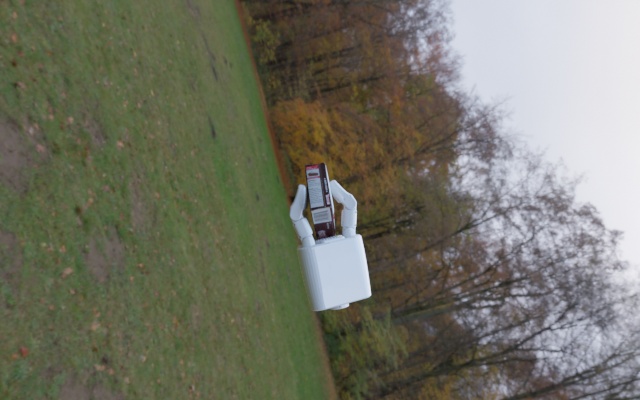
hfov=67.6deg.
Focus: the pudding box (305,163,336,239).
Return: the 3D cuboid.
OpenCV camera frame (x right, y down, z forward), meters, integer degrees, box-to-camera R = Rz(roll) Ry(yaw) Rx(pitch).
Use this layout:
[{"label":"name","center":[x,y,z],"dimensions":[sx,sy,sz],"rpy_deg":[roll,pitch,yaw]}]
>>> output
[{"label":"pudding box","center":[0.000,0.003,0.819],"dimensions":[0.039,0.090,0.114],"rpy_deg":[-8,-29,-1]}]
